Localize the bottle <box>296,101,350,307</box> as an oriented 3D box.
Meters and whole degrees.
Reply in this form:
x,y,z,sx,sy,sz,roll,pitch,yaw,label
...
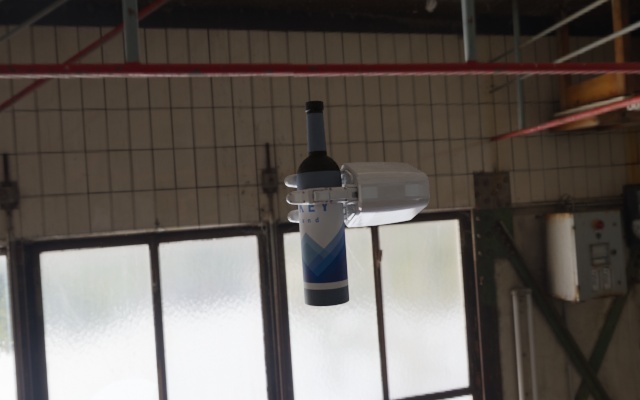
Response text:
x,y,z,sx,sy,sz,roll,pitch,yaw,label
0.000,0.003,0.703,0.069,0.295,0.069,-4,0,0,bottle
